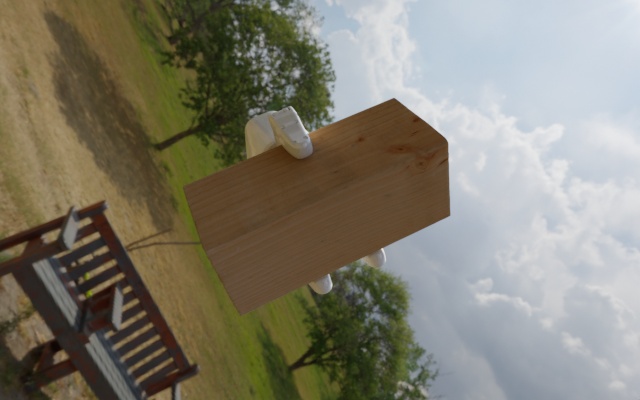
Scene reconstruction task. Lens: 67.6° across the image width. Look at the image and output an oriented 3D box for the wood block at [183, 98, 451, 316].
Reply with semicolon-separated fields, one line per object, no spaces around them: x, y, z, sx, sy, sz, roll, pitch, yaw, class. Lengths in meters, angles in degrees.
0.000;0.001;0.419;0.206;0.091;0.090;-25;42;-9;wood block
